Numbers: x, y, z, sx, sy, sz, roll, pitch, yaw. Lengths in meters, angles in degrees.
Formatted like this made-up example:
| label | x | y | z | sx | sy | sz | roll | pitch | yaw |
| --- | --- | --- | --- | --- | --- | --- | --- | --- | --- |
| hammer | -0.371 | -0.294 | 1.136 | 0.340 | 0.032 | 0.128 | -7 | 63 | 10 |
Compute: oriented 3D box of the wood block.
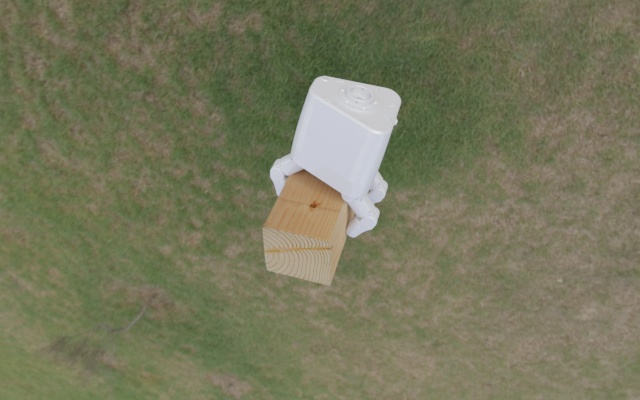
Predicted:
| label | x | y | z | sx | sy | sz | roll | pitch | yaw |
| --- | --- | --- | --- | --- | --- | --- | --- | --- | --- |
| wood block | 0.000 | 0.002 | 0.667 | 0.091 | 0.090 | 0.206 | 12 | 46 | 12 |
